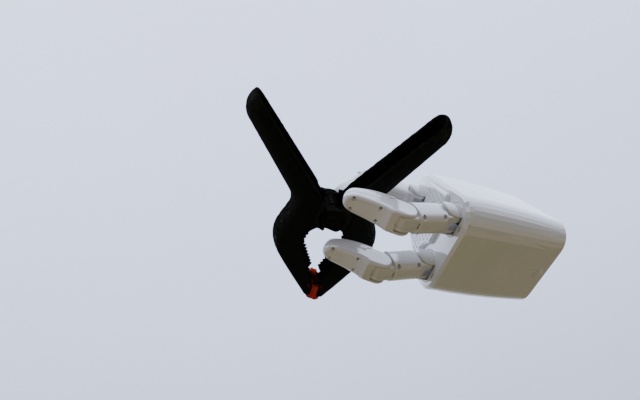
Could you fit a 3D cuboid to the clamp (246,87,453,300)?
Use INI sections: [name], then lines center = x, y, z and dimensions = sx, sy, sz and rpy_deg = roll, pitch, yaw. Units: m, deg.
[clamp]
center = 0.000, 0.001, 0.420
dimensions = 0.164, 0.210, 0.036
rpy_deg = 13, 33, -12
